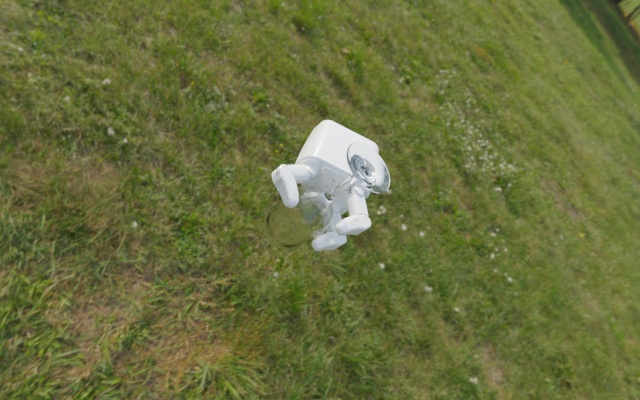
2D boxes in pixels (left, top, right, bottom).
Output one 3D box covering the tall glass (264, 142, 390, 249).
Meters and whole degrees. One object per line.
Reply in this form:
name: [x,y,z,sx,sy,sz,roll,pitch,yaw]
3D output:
tall glass: [0.000,0.002,0.668,0.079,0.079,0.201,0,-27,-44]
